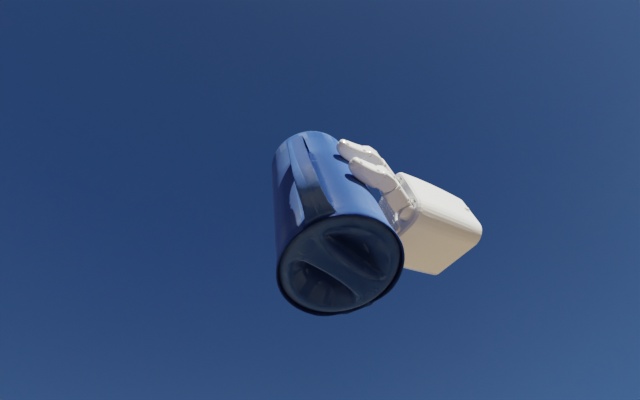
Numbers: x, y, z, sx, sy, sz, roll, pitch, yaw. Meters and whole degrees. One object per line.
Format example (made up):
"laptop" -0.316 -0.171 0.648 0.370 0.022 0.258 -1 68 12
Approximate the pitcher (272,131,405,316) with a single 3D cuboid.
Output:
"pitcher" 0.000 0.002 0.572 0.145 0.149 0.242 17 27 -21
